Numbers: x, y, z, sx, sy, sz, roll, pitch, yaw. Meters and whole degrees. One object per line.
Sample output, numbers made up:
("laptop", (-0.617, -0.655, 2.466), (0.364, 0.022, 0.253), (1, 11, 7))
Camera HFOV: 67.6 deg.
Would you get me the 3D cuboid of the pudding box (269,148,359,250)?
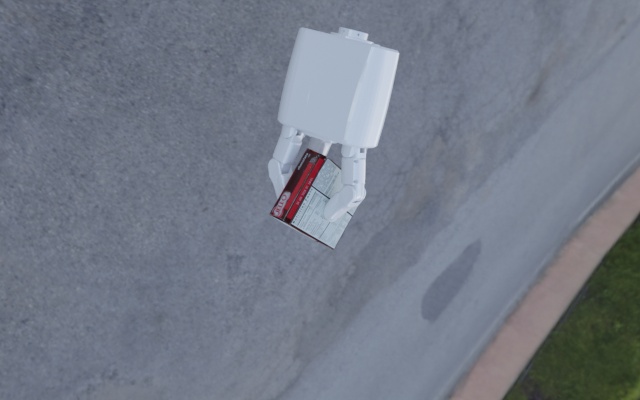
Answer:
("pudding box", (0.000, 0.002, 0.579), (0.039, 0.090, 0.113), (27, -6, 38))
